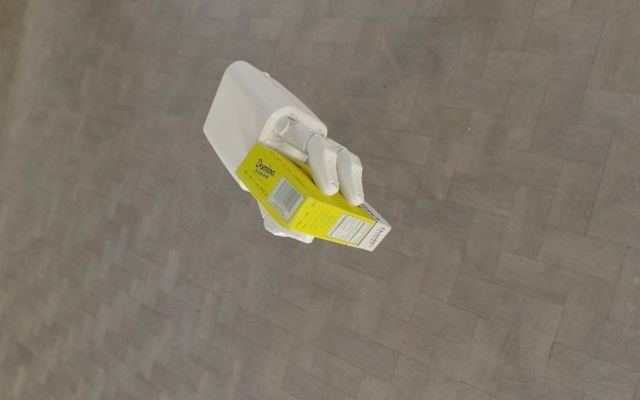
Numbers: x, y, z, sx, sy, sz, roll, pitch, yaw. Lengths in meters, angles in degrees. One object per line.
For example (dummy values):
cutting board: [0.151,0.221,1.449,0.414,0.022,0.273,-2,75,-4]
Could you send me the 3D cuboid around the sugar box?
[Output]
sugar box: [0.000,0.001,0.515,0.093,0.048,0.176,46,17,31]
